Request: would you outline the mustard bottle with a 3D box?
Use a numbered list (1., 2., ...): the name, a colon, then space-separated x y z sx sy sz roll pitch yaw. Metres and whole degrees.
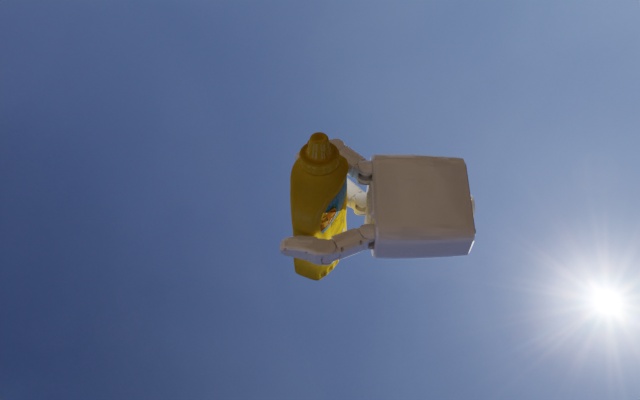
1. mustard bottle: 0.000 0.002 0.537 0.058 0.096 0.192 19 -38 16
